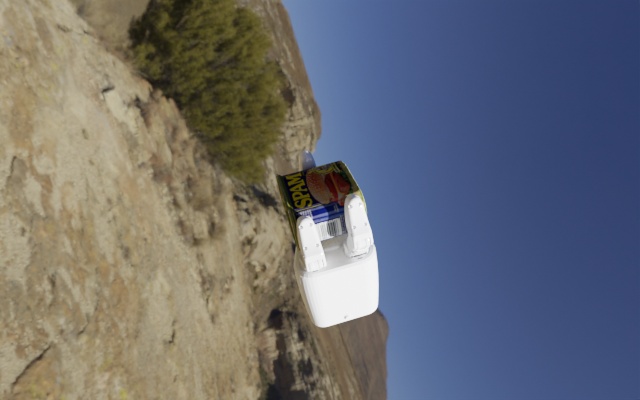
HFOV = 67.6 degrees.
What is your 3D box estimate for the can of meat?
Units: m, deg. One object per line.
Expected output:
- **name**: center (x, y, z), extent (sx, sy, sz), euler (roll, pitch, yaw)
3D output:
- **can of meat**: center (0.000, 0.002, 0.555), extent (0.084, 0.057, 0.102), euler (-15, 37, -6)
